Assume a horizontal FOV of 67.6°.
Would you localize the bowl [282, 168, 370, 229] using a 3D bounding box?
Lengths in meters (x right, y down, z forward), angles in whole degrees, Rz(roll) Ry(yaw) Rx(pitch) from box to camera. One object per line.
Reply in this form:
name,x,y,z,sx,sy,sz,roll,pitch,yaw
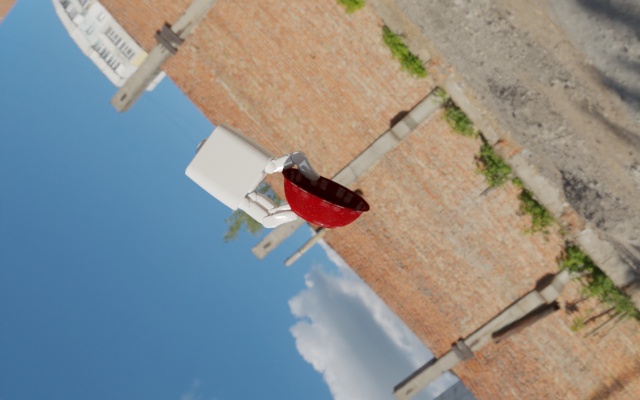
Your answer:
bowl,0.001,0.004,0.809,0.162,0.055,0.162,22,14,-6
